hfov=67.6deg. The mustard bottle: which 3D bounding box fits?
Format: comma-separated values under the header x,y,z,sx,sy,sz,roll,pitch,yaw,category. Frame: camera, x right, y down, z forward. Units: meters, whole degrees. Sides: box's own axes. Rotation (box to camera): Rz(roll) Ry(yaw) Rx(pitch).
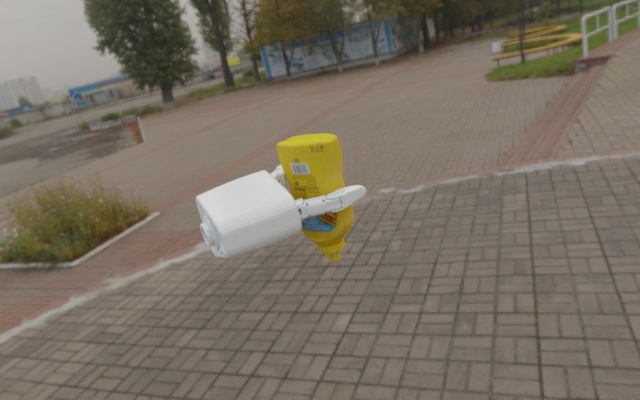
x,y,z,sx,sy,sz,roll,pitch,yaw,category
0.000,0.002,0.692,0.096,0.192,0.058,3,24,39,mustard bottle
